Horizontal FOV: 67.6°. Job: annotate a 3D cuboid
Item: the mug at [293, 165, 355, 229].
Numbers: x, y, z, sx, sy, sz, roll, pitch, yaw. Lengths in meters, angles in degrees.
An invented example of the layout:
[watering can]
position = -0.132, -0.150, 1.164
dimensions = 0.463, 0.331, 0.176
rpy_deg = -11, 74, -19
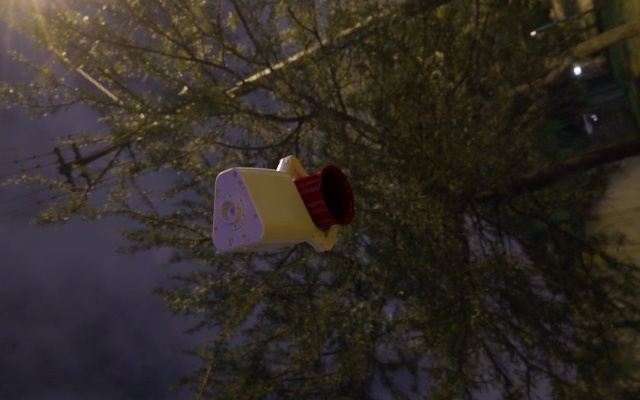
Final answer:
[mug]
position = 0.001, 0.002, 0.735
dimensions = 0.081, 0.093, 0.117
rpy_deg = -17, -12, 31
